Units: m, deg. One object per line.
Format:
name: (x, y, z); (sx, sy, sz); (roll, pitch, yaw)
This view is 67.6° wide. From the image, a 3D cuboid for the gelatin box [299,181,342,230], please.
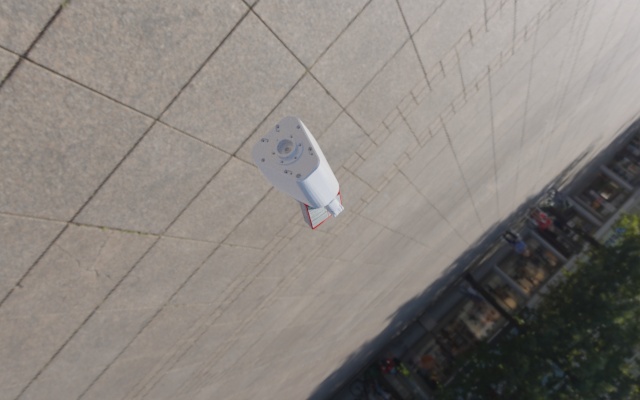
gelatin box: (0.000, 0.003, 0.865); (0.073, 0.030, 0.089); (-37, -31, -15)
